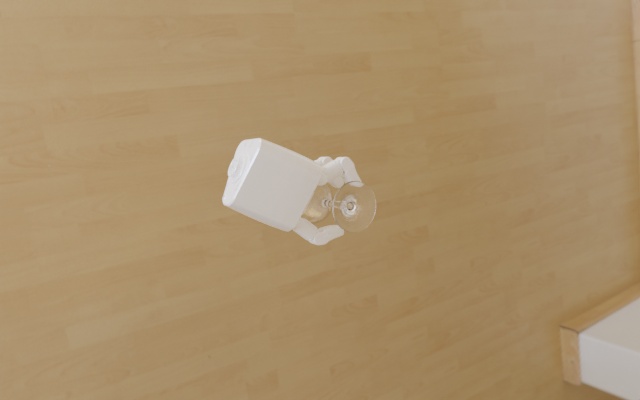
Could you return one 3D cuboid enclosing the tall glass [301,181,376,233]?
[{"bbox_3d":[0.001,0.003,0.767,0.079,0.079,0.201,0,4,-29],"label":"tall glass"}]
